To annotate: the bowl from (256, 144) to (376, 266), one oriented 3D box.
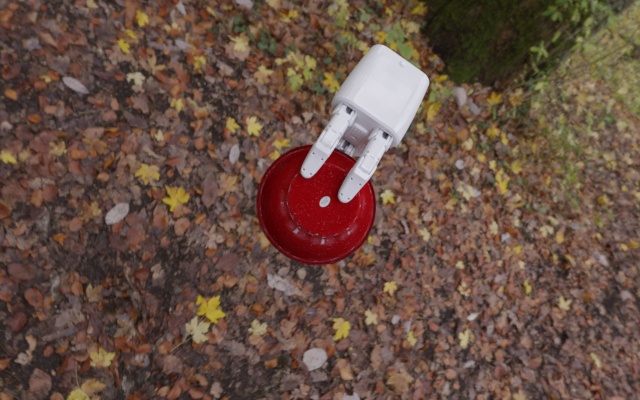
[{"bbox_3d":[0.000,0.003,0.607,0.162,0.162,0.055,0,-6,-10],"label":"bowl"}]
